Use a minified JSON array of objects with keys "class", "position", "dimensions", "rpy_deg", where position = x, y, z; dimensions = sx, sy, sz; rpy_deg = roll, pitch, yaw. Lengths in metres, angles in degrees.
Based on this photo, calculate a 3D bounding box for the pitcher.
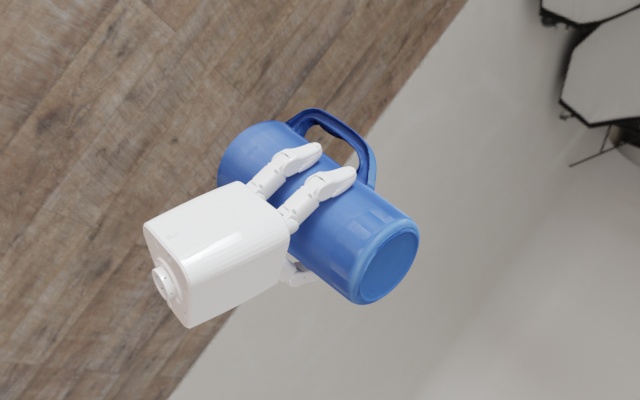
[{"class":"pitcher","position":[0.000,0.002,0.564],"dimensions":[0.145,0.149,0.242],"rpy_deg":[-24,44,-34]}]
